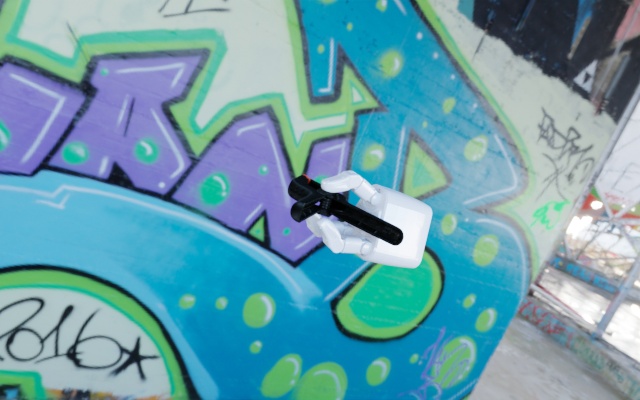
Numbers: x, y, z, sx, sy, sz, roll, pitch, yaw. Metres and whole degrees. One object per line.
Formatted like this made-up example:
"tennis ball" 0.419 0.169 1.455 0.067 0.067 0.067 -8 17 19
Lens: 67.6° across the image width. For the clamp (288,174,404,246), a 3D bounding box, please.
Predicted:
"clamp" 0.000 0.001 0.679 0.164 0.036 0.210 15 13 -32
